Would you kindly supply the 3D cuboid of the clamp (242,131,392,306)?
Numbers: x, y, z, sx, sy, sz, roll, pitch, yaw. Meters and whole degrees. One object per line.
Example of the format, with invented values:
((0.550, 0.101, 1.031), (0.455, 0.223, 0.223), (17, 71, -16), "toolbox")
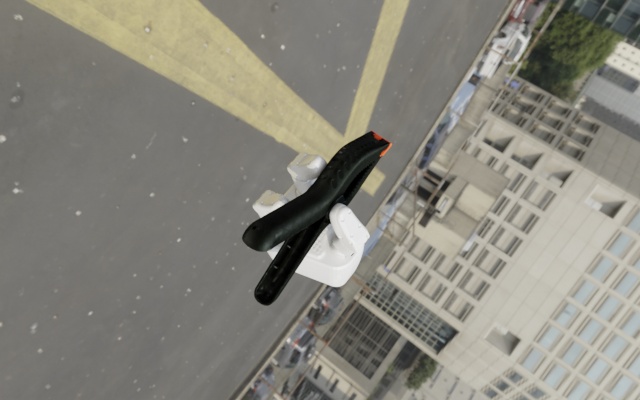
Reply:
((0.001, 0.002, 0.459), (0.036, 0.210, 0.165), (36, -18, 13), "clamp")
